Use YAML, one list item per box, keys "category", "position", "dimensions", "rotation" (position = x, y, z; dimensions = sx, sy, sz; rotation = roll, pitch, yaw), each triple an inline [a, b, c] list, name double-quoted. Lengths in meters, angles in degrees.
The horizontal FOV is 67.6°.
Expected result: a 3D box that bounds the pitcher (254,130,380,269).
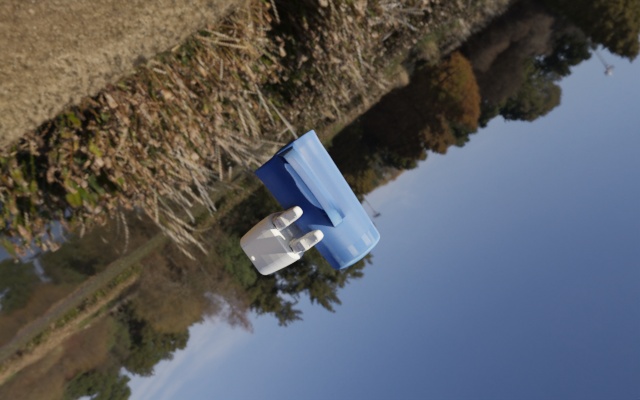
- category: "pitcher"
  position: [0.000, 0.003, 0.868]
  dimensions: [0.145, 0.243, 0.149]
  rotation: [-33, 5, 40]
